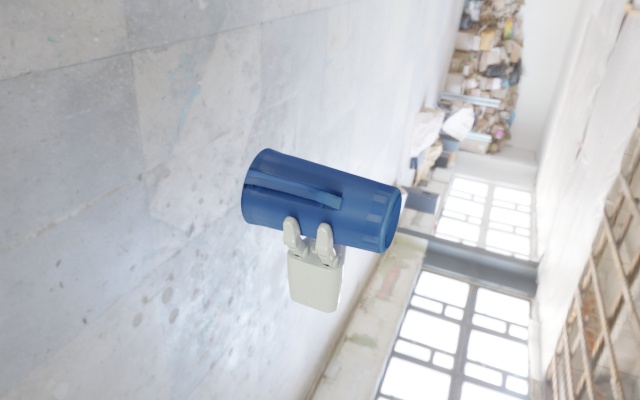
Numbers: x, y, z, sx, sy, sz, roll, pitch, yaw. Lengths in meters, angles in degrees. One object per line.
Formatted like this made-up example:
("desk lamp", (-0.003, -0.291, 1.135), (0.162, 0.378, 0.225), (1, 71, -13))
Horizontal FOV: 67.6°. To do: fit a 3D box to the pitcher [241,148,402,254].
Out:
("pitcher", (0.000, 0.003, 0.768), (0.243, 0.145, 0.149), (15, 38, 17))
